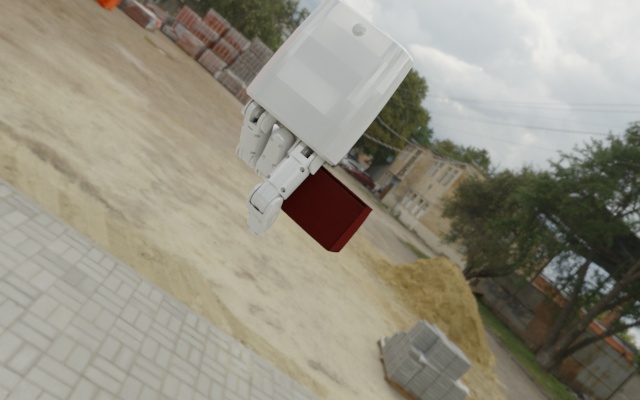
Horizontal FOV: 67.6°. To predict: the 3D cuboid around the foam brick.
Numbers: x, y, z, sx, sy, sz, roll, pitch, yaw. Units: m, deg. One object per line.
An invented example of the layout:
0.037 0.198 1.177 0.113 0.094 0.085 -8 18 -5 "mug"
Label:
0.000 0.002 0.420 0.078 0.051 0.053 42 3 12 "foam brick"
